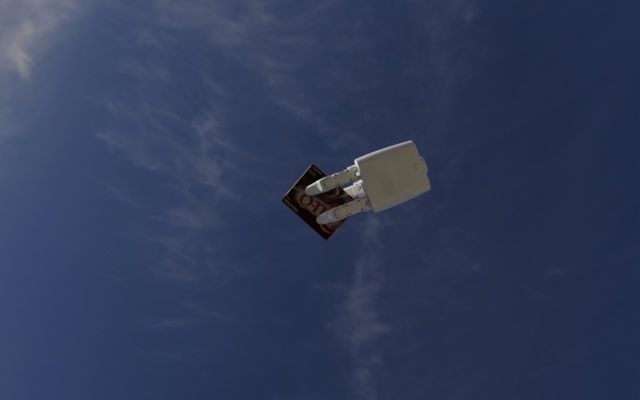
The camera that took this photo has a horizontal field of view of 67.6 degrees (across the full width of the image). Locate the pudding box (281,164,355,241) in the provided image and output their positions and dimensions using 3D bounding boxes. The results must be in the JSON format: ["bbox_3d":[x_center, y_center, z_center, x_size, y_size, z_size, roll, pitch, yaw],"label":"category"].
[{"bbox_3d":[0.000,0.003,0.867,0.113,0.090,0.039,41,4,4],"label":"pudding box"}]
